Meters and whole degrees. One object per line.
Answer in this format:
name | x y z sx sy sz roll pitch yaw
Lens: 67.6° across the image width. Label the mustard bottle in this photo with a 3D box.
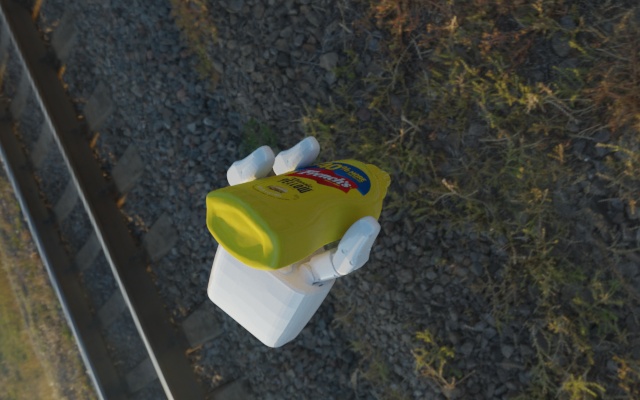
mustard bottle | 0.000 0.001 0.438 0.096 0.058 0.191 24 30 39
